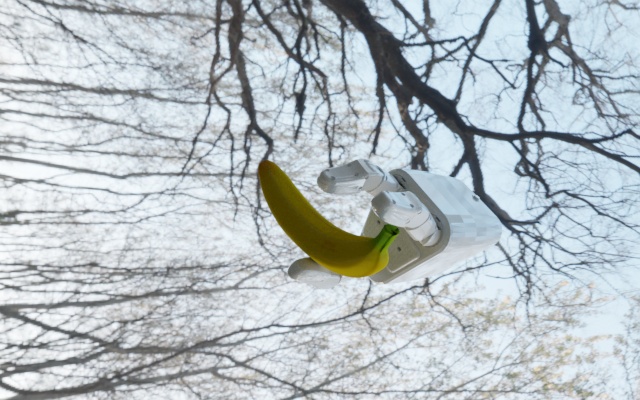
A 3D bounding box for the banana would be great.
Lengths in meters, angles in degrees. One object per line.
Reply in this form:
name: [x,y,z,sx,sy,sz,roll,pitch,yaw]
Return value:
banana: [-0.001,0.020,0.431,0.037,0.070,0.197,-3,20,-39]
